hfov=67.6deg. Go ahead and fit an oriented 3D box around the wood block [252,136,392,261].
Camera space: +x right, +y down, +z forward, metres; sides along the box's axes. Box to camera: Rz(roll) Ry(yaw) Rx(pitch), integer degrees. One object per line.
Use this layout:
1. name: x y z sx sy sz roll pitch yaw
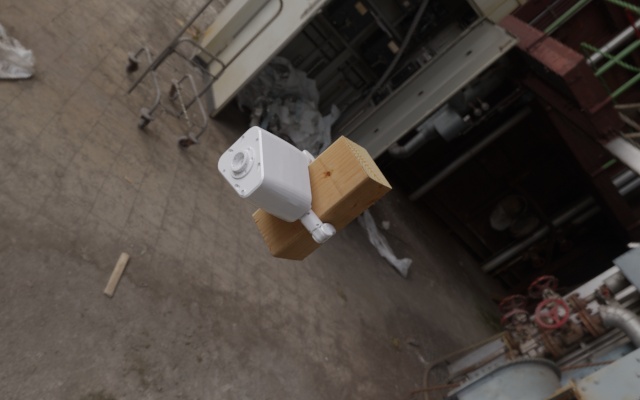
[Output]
1. wood block: 0.000 0.003 0.790 0.206 0.090 0.090 -40 -28 19
